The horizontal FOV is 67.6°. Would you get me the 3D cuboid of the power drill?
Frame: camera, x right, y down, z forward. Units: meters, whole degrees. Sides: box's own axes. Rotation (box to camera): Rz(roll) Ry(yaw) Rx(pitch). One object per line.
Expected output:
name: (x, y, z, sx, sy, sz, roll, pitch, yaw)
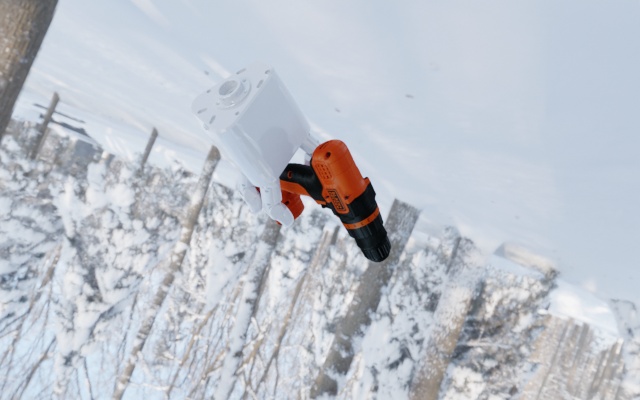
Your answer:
power drill: (0.000, 0.002, 0.662, 0.187, 0.184, 0.057, 3, 38, 46)
